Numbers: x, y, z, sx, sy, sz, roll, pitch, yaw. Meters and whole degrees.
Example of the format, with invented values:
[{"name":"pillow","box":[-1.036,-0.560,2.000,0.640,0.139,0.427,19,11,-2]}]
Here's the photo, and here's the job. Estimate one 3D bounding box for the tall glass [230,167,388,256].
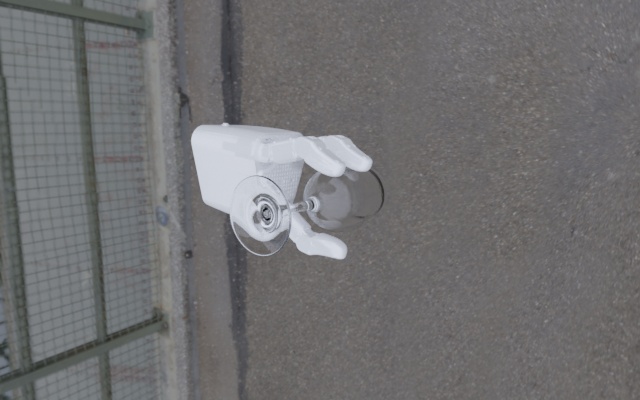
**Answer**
[{"name":"tall glass","box":[0.000,0.002,0.514,0.079,0.079,0.201,0,7,35]}]
